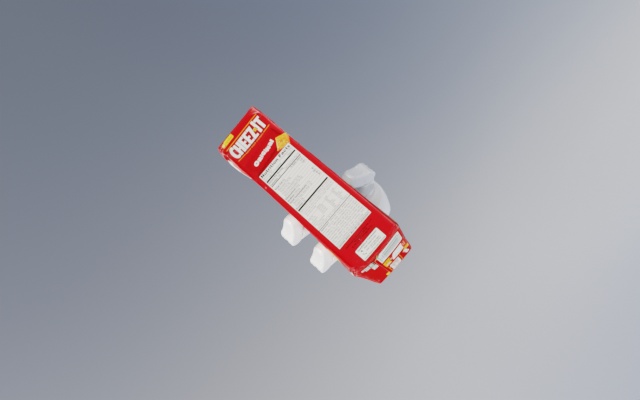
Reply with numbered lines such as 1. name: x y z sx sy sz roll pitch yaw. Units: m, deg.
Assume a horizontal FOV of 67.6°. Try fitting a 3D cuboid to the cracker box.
1. cracker box: 0.000 0.002 0.563 0.213 0.072 0.164 40 0 19
